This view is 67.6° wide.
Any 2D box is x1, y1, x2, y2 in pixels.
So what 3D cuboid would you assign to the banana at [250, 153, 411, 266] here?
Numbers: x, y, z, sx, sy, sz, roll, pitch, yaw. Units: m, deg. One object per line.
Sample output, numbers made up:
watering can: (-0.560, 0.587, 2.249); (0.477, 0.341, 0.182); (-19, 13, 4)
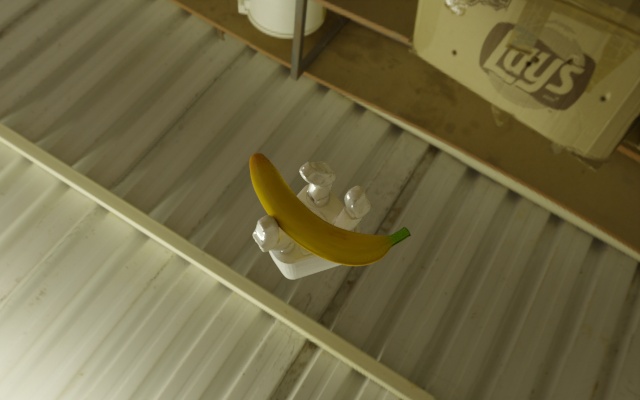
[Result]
banana: (-0.006, 0.019, 0.518); (0.198, 0.069, 0.037); (28, -13, 13)
